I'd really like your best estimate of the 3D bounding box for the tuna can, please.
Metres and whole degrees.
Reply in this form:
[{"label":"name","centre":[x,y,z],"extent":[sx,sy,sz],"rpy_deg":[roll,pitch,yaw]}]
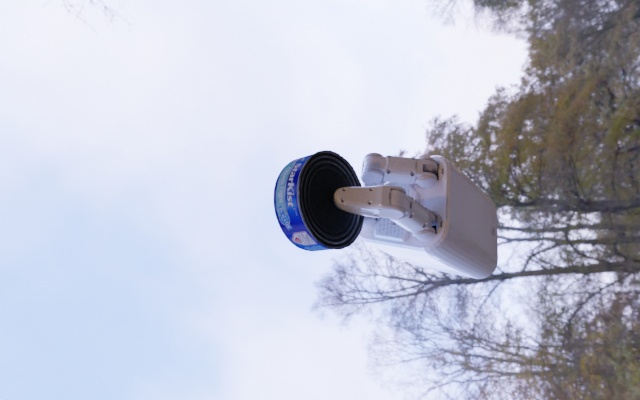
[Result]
[{"label":"tuna can","centre":[0.000,0.001,0.418],"extent":[0.034,0.086,0.086],"rpy_deg":[-11,-8,42]}]
